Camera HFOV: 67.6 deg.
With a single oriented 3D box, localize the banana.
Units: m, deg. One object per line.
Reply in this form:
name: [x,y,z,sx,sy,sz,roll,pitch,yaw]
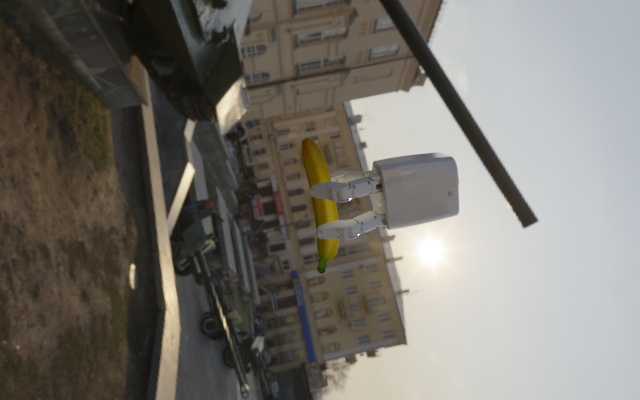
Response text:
banana: [0.003,0.004,0.718,0.037,0.198,0.069,-8,3,8]
